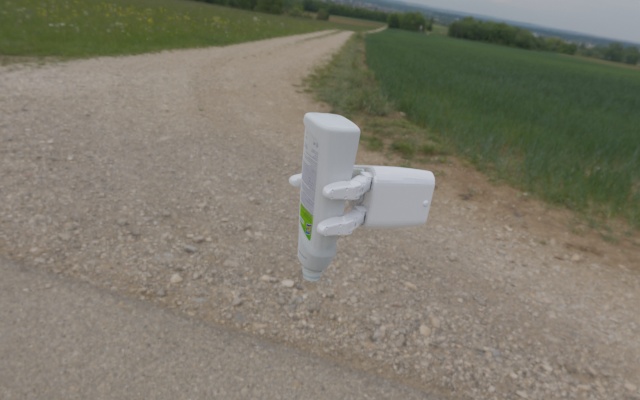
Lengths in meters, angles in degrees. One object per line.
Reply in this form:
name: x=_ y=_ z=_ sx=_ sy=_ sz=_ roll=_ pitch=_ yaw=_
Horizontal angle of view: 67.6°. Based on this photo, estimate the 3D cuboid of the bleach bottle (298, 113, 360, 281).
bleach bottle: x=0.000 y=0.002 z=0.720 sx=0.068 sy=0.251 sz=0.102 roll=1 pitch=23 yaw=-19
